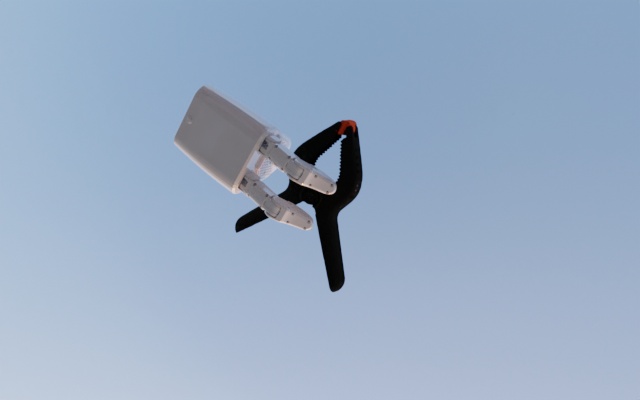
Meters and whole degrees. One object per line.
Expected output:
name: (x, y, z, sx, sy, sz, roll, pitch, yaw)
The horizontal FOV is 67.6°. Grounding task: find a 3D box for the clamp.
clamp: (0.000, 0.001, 0.594, 0.164, 0.210, 0.036, 36, 21, 10)
